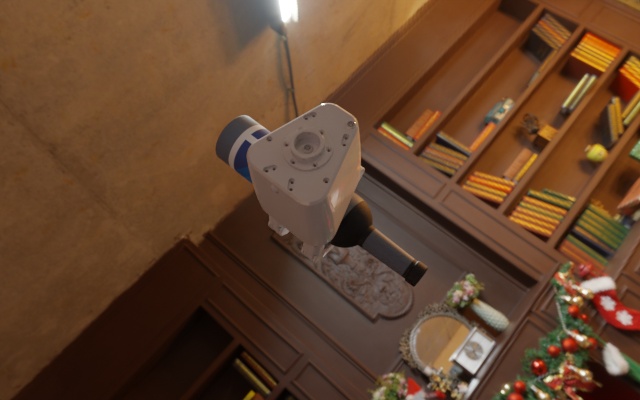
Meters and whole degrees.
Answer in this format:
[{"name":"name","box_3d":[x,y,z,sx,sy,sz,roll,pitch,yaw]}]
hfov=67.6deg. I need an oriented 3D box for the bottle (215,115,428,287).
[{"name":"bottle","box_3d":[0.000,0.002,0.577,0.295,0.069,0.069,37,13,17]}]
